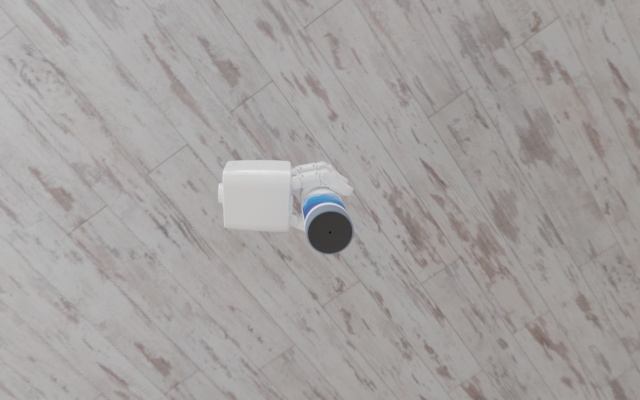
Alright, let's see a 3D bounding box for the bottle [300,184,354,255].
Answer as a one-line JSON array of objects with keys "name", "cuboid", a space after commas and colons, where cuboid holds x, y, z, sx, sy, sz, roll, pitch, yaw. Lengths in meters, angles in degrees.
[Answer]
[{"name": "bottle", "cuboid": [0.000, 0.003, 0.796, 0.069, 0.069, 0.295, 0, 16, -5]}]
